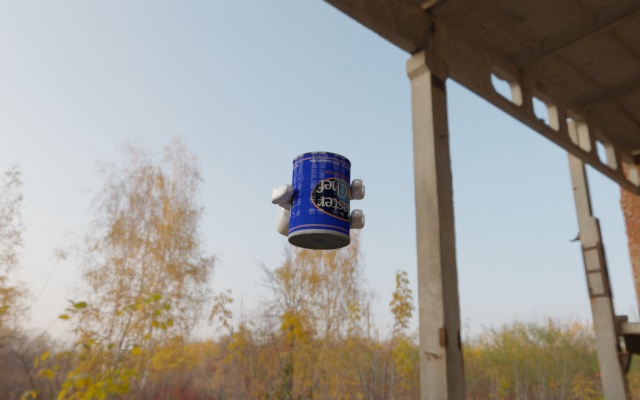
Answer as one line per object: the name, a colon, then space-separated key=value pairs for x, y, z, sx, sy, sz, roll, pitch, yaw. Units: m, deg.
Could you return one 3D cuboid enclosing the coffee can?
coffee can: x=0.000 y=0.003 z=0.800 sx=0.103 sy=0.140 sz=0.103 roll=2 pitch=-20 yaw=1
